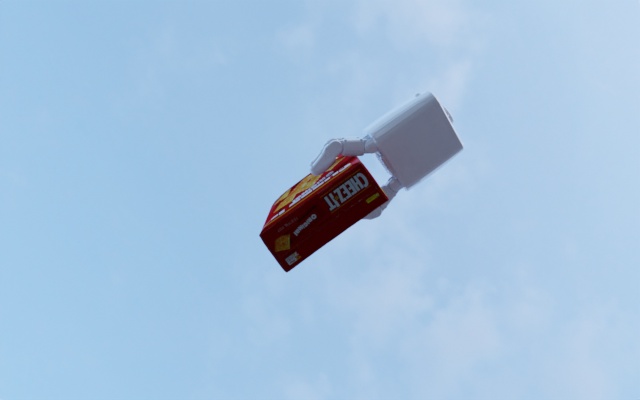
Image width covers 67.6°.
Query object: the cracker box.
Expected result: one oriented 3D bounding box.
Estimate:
[{"bbox_3d":[0.000,0.002,0.703,0.164,0.072,0.213,-36,8,5],"label":"cracker box"}]
